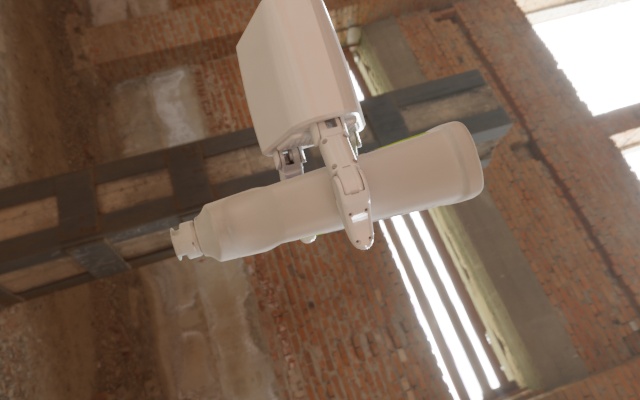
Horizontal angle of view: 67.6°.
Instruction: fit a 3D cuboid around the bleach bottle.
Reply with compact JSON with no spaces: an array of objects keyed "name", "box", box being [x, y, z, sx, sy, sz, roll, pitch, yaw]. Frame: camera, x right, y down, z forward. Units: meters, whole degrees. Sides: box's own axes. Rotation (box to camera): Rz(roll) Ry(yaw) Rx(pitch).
[{"name":"bleach bottle","box":[0.000,0.001,0.406,0.251,0.068,0.102,-16,-3,-9]}]
